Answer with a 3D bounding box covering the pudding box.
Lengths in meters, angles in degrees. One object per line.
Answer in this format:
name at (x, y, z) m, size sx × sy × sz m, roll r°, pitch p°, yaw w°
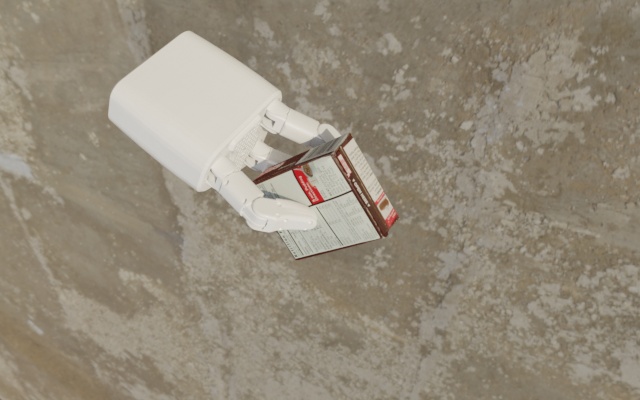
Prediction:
pudding box at (0.000, 0.001, 0.431) m, size 0.113 × 0.090 × 0.039 m, roll -18°, pitch 21°, yaw 42°
